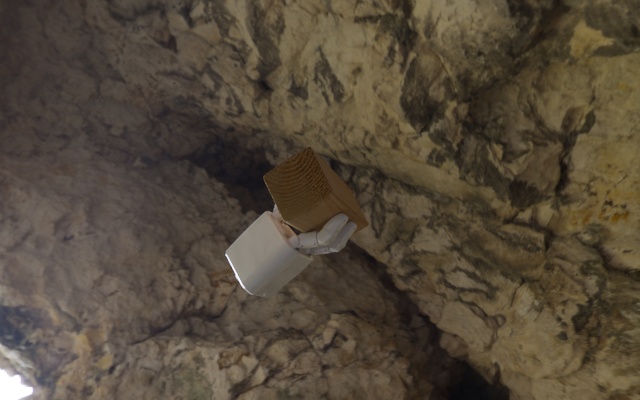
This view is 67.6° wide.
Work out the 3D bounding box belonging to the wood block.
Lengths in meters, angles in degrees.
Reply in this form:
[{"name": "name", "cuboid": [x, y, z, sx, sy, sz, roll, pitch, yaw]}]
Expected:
[{"name": "wood block", "cuboid": [0.000, 0.003, 0.807, 0.090, 0.090, 0.206, -31, -24, 9]}]
